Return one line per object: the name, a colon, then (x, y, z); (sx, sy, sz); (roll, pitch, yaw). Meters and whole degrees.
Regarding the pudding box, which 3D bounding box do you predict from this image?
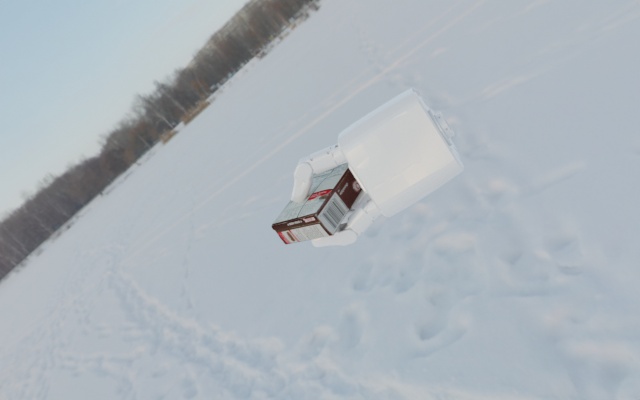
pudding box: (0.000, 0.002, 0.620); (0.090, 0.039, 0.113); (-16, 28, 45)
